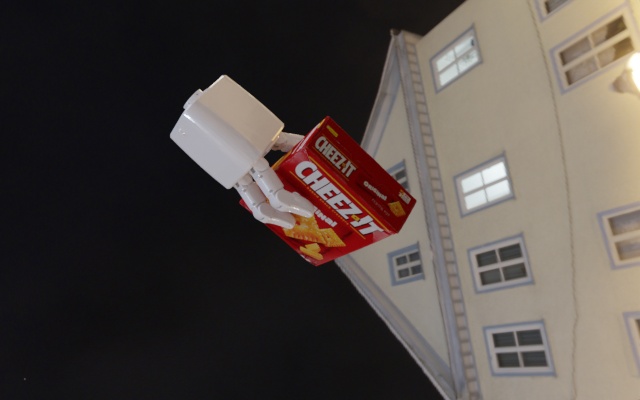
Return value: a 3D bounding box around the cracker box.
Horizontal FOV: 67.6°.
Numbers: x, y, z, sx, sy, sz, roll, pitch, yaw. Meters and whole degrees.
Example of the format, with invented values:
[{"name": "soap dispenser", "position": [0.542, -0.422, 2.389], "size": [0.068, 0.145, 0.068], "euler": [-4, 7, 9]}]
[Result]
[{"name": "cracker box", "position": [0.000, 0.002, 0.676], "size": [0.164, 0.072, 0.214], "euler": [42, -34, -12]}]
